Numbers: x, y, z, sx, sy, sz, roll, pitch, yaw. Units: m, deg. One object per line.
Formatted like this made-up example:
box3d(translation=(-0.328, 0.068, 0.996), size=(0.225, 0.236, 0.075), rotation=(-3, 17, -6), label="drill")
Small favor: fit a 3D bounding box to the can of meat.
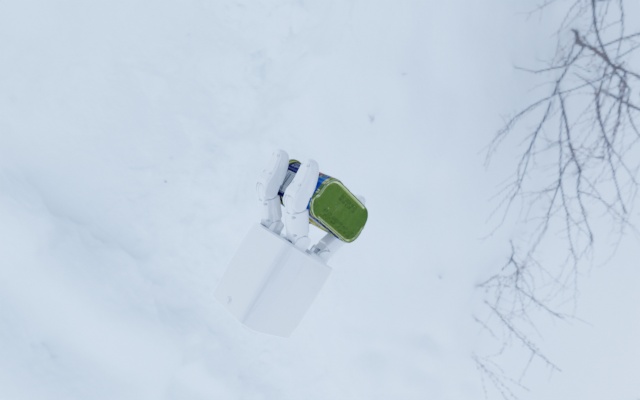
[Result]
box3d(translation=(0.000, 0.002, 0.586), size=(0.084, 0.057, 0.102), rotation=(26, -11, 47), label="can of meat")
